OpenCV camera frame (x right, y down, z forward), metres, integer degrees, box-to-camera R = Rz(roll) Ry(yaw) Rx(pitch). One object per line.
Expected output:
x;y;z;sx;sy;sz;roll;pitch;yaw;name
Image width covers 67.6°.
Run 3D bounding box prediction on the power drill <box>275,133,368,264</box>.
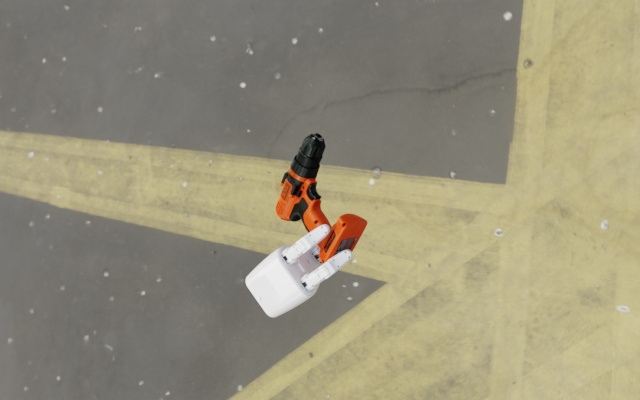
0.000;0.003;0.824;0.057;0.184;0.187;-7;44;-36;power drill
